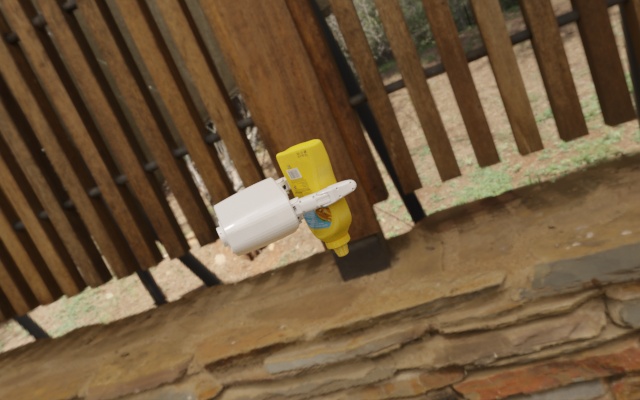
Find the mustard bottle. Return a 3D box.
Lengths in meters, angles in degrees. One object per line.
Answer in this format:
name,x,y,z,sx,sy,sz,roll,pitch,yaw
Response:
mustard bottle,0.000,0.002,0.760,0.058,0.192,0.096,-31,14,-34
